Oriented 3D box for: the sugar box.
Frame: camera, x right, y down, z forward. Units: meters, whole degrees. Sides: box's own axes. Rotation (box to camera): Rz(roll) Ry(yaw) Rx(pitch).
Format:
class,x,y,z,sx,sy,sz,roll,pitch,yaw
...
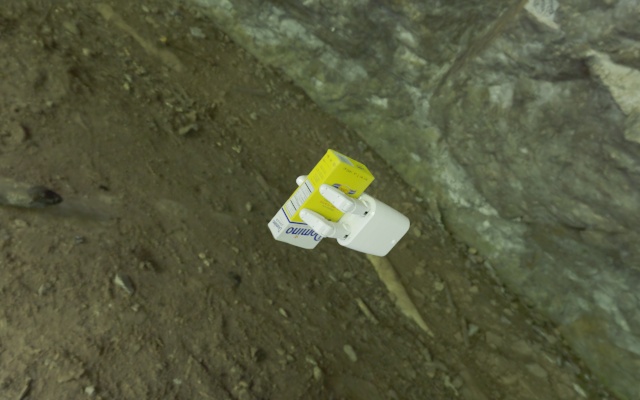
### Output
class,x,y,z,sx,sy,sz,roll,pitch,yaw
sugar box,0.001,0.003,0.810,0.093,0.176,0.048,21,25,-42
